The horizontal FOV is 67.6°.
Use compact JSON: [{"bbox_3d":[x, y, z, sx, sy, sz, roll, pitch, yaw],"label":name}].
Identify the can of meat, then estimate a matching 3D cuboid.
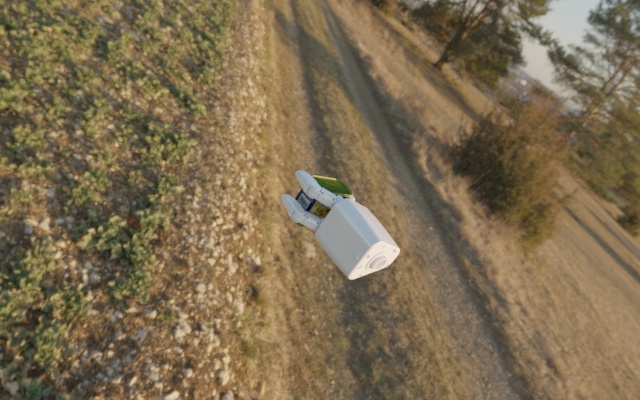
[{"bbox_3d":[0.000,0.003,0.894,0.102,0.084,0.057,5,38,-45],"label":"can of meat"}]
